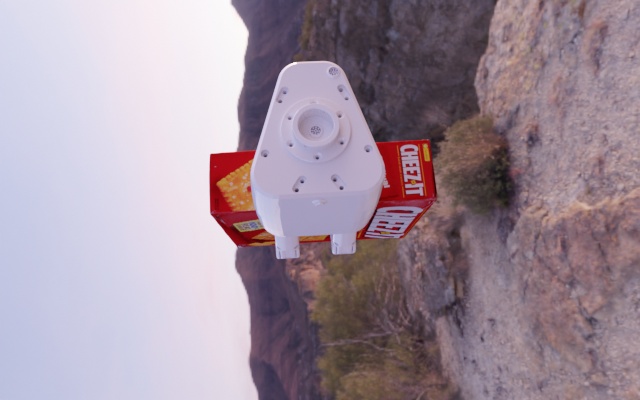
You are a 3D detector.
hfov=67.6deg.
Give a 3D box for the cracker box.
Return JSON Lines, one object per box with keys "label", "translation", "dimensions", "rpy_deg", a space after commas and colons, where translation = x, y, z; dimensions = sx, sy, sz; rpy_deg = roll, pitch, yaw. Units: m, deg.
{"label": "cracker box", "translation": [0.000, 0.002, 0.523], "dimensions": [0.214, 0.072, 0.164], "rpy_deg": [-3, -17, -2]}
